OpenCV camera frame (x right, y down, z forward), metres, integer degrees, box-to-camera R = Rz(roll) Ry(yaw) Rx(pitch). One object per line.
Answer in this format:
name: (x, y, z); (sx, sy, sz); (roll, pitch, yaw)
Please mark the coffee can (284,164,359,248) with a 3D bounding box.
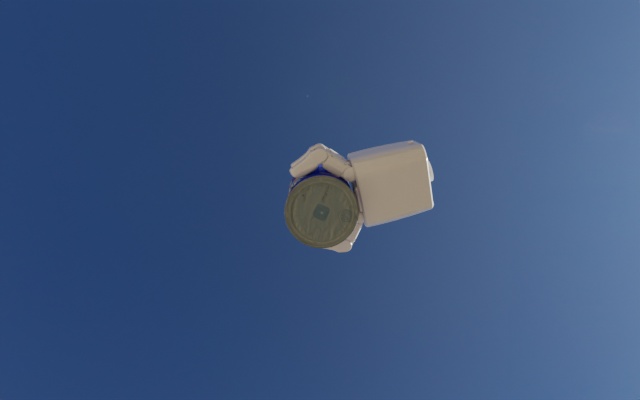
coffee can: (0.000, 0.002, 0.722); (0.103, 0.103, 0.140); (0, 12, -1)
